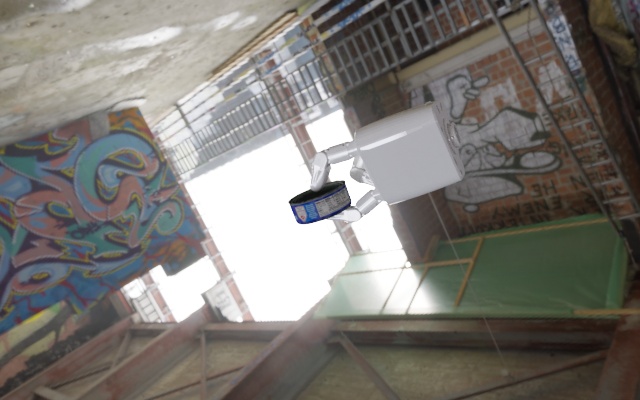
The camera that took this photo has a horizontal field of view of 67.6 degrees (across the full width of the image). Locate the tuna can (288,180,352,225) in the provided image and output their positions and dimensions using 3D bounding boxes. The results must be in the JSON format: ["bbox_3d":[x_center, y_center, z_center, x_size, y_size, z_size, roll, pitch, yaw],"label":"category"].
[{"bbox_3d":[0.000,0.003,0.663,0.086,0.034,0.086,-20,11,4],"label":"tuna can"}]
